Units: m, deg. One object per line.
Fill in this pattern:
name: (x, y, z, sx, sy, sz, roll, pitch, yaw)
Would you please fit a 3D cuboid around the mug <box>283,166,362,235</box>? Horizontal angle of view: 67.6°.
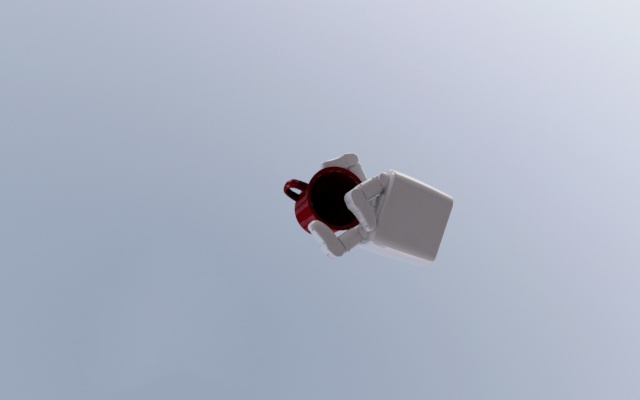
mug: (-0.001, 0.002, 0.697, 0.117, 0.093, 0.081, 22, -22, -14)
